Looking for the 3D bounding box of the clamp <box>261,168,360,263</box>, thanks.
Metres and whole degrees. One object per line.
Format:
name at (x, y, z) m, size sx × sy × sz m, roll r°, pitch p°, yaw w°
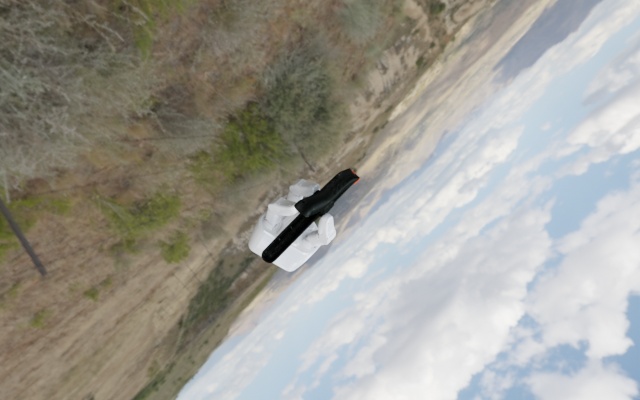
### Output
clamp at (0.001, 0.003, 0.750) m, size 0.210 × 0.036 × 0.165 m, roll -42°, pitch -6°, yaw -34°
